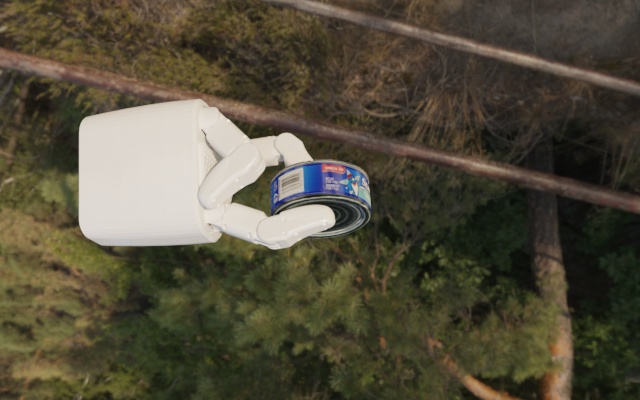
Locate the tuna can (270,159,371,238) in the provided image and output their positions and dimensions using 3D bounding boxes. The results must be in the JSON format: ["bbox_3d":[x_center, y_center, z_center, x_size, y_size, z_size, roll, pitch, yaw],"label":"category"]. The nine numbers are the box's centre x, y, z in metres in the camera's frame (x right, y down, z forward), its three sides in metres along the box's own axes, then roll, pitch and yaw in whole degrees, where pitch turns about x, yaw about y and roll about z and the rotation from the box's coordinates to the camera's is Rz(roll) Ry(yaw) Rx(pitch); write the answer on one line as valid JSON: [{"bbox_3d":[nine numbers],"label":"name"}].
[{"bbox_3d":[0.000,0.002,0.406,0.086,0.033,0.086,-2,-27,-1],"label":"tuna can"}]
